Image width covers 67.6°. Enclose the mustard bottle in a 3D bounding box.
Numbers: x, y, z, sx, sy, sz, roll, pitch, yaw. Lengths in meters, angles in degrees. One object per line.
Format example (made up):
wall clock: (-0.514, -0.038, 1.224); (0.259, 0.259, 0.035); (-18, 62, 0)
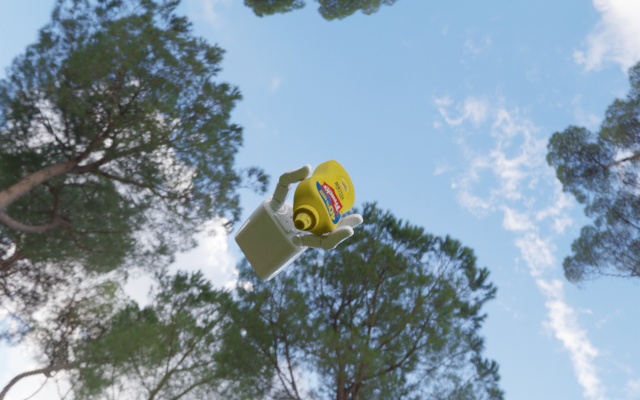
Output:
mustard bottle: (0.000, 0.002, 0.798); (0.058, 0.096, 0.191); (-17, 14, 27)
